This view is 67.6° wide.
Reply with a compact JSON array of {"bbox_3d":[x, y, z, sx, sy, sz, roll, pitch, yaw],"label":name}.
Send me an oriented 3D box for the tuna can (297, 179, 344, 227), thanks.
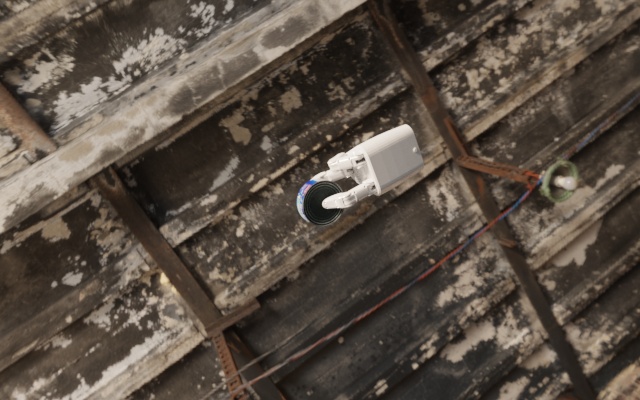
[{"bbox_3d":[0.000,0.003,0.877,0.086,0.086,0.033,0,10,-26],"label":"tuna can"}]
